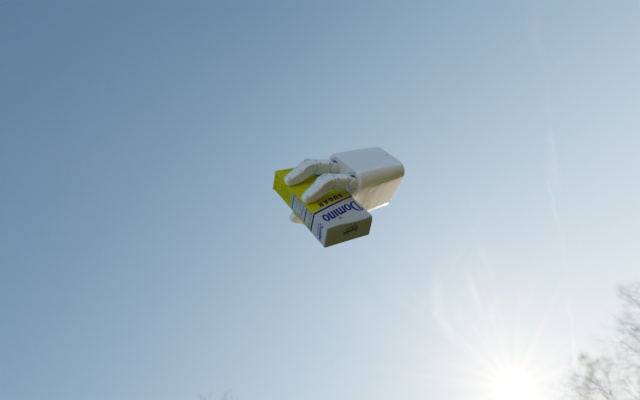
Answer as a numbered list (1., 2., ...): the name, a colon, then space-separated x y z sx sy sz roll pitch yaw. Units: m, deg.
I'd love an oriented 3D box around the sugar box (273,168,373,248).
1. sugar box: 0.000 0.002 0.813 0.093 0.048 0.176 -14 39 -32
